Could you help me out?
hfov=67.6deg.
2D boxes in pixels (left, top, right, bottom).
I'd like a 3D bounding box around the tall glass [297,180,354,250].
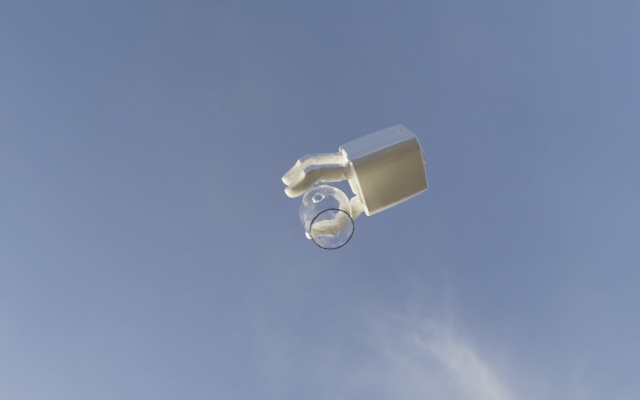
[{"bbox_3d":[0.000,0.002,0.737,0.079,0.079,0.201,0,22,-10],"label":"tall glass"}]
